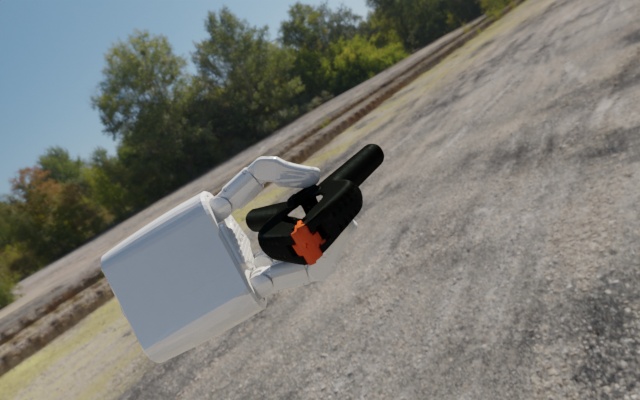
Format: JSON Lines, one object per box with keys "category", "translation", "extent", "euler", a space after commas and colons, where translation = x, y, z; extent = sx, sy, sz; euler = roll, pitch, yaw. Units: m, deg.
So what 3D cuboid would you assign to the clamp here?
{"category": "clamp", "translation": [-0.001, 0.001, 0.426], "extent": [0.164, 0.036, 0.210], "euler": [-31, 11, 1]}
